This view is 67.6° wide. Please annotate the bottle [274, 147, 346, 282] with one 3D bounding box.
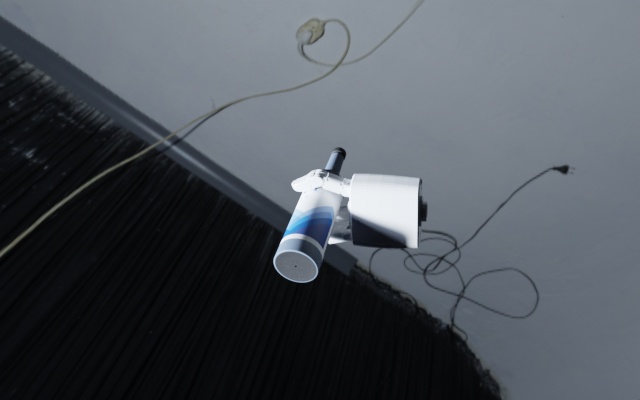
[{"bbox_3d":[0.000,0.003,0.788,0.069,0.069,0.295,0,39,18],"label":"bottle"}]
